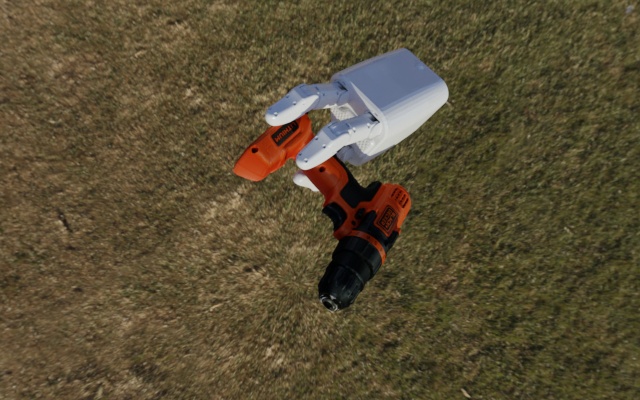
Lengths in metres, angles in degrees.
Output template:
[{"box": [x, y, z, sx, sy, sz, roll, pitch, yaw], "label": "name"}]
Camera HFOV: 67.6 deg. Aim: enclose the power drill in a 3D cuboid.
[{"box": [0.000, 0.001, 0.515, 0.057, 0.187, 0.184, -40, 8, 47], "label": "power drill"}]
